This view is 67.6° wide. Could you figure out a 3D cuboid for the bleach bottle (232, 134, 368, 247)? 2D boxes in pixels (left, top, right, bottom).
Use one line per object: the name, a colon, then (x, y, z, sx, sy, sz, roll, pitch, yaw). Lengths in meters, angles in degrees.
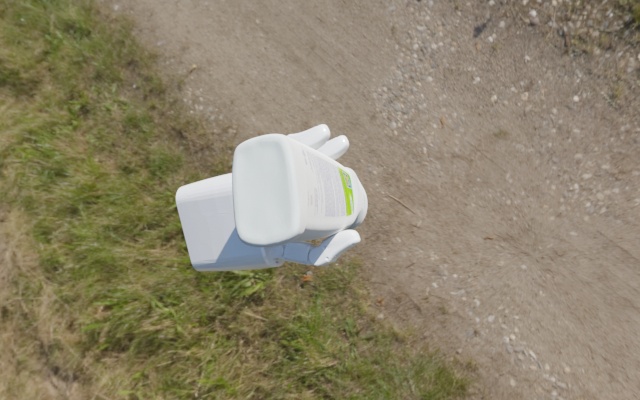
bleach bottle: (0.000, 0.002, 0.525, 0.068, 0.102, 0.251, -9, -10, 23)
